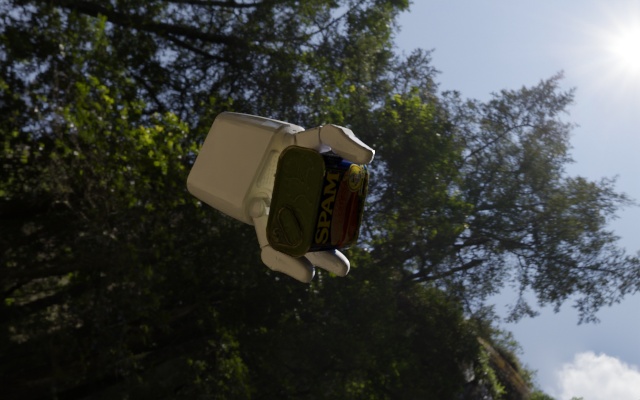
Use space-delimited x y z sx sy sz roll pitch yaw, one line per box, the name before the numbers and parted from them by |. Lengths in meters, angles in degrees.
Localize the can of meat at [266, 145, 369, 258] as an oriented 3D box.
can of meat | 0.000 0.001 0.474 0.057 0.102 0.084 15 8 37
